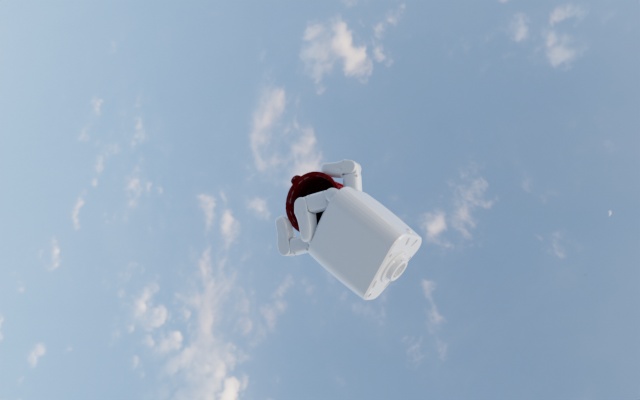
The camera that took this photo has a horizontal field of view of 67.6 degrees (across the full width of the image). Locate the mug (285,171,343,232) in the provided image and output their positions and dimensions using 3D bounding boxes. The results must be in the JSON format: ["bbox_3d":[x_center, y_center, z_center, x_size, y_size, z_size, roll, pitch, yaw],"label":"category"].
[{"bbox_3d":[-0.001,0.002,0.728,0.117,0.093,0.081,42,13,29],"label":"mug"}]
